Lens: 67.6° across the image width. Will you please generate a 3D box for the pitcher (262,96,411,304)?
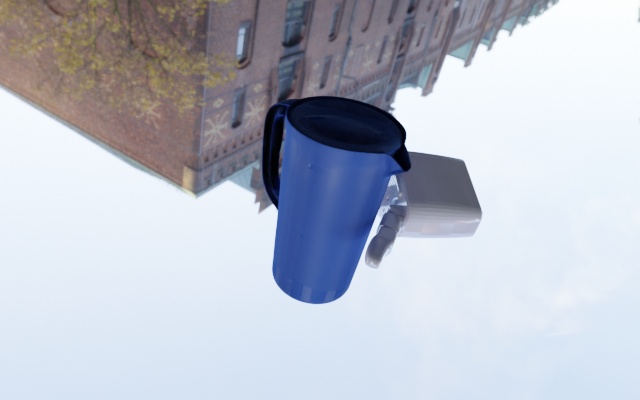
[{"bbox_3d":[0.000,0.002,0.582,0.145,0.243,0.149,3,35,-14],"label":"pitcher"}]
